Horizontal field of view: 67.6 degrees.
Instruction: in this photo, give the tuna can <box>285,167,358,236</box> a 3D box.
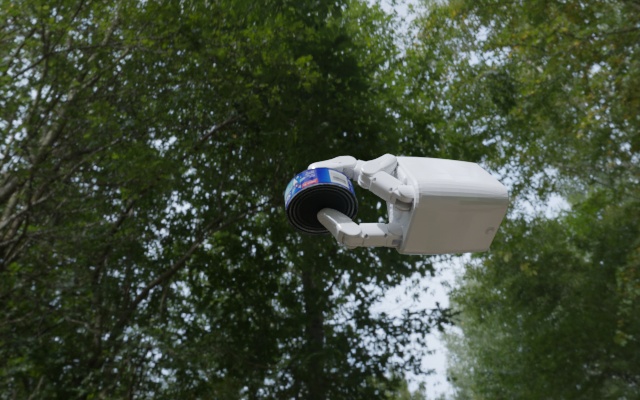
[{"bbox_3d":[0.000,0.001,0.571,0.086,0.086,0.033,0,43,-10],"label":"tuna can"}]
